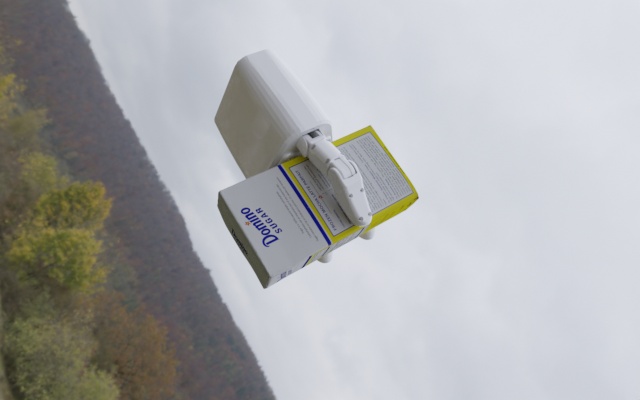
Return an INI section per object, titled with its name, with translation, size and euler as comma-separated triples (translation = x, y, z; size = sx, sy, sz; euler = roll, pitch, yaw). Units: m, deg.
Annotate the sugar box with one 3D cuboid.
[sugar box]
translation = 0.000, 0.002, 0.460
size = 0.176, 0.093, 0.048
euler = -26, -16, -23
